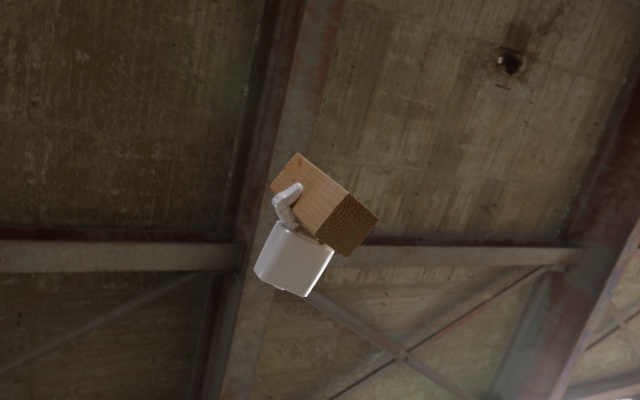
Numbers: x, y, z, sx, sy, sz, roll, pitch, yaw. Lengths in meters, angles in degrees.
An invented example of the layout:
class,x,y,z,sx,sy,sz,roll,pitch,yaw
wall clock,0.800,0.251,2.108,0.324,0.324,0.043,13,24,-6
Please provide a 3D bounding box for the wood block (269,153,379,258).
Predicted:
class,x,y,z,sx,sy,sz,roll,pitch,yaw
wood block,0.000,0.003,0.860,0.091,0.090,0.206,38,2,-36
